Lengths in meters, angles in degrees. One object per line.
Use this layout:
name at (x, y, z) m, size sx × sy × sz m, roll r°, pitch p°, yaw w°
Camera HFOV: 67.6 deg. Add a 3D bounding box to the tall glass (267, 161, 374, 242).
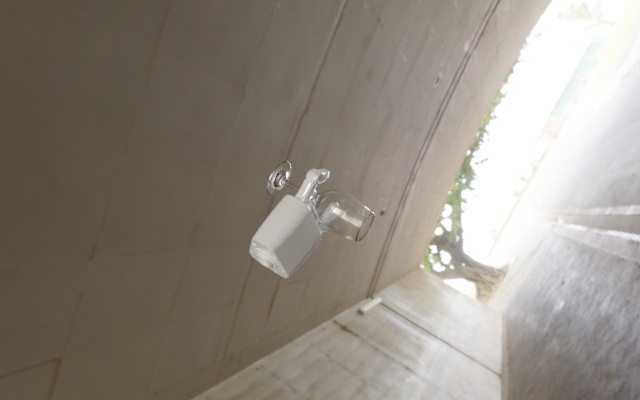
tall glass at (0.000, 0.002, 0.897) m, size 0.201 × 0.079 × 0.079 m, roll 29°, pitch 10°, yaw 19°
